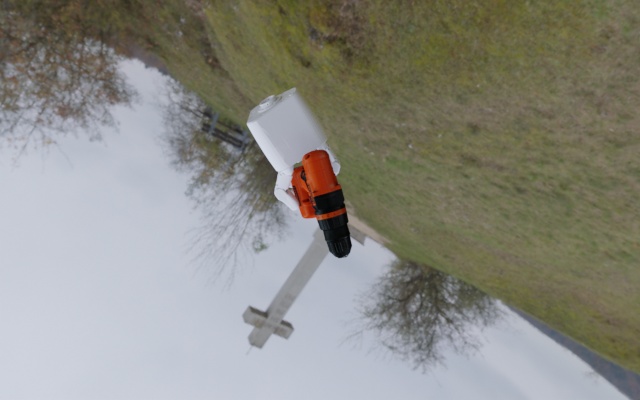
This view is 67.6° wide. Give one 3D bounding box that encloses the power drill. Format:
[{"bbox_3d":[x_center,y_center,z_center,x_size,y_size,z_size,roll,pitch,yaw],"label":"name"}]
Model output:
[{"bbox_3d":[0.000,0.003,0.853,0.057,0.184,0.187,-15,6,-12],"label":"power drill"}]
